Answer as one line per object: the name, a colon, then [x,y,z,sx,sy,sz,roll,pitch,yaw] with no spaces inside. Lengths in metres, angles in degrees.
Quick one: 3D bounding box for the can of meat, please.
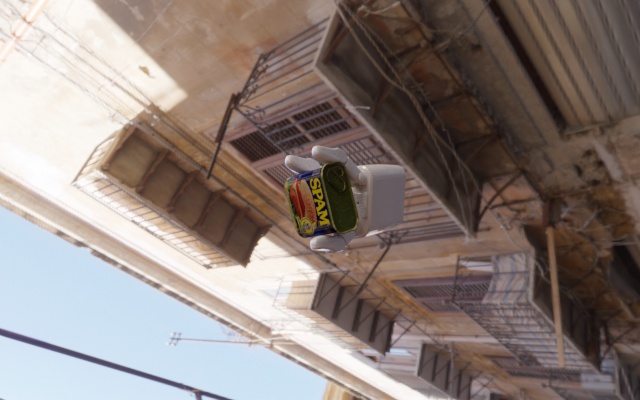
can of meat: [0.000,0.002,0.705,0.084,0.102,0.057,-13,1,43]
